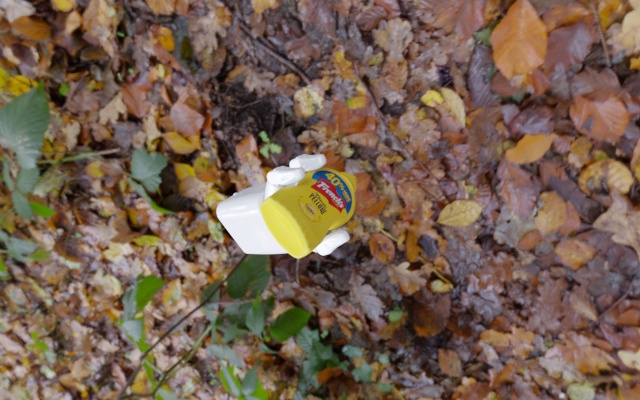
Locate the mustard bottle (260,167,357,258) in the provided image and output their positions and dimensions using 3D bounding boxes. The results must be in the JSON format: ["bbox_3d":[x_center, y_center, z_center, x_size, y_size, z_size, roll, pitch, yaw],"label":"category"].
[{"bbox_3d":[0.000,0.002,0.718,0.058,0.096,0.191,-39,-2,42],"label":"mustard bottle"}]
